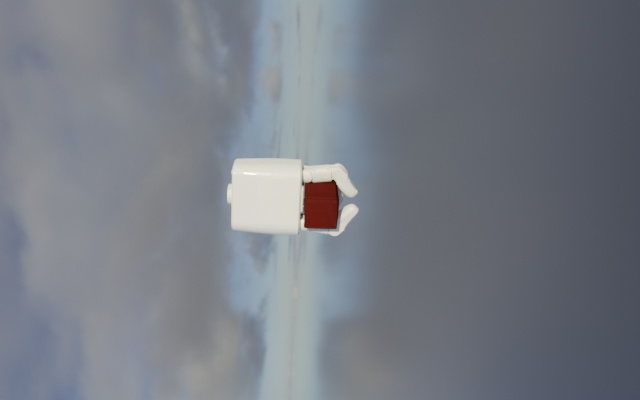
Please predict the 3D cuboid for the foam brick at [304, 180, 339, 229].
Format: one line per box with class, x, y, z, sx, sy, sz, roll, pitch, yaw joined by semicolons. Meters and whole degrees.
foam brick;0.000;0.002;0.735;0.051;0.053;0.078;2;28;-2
